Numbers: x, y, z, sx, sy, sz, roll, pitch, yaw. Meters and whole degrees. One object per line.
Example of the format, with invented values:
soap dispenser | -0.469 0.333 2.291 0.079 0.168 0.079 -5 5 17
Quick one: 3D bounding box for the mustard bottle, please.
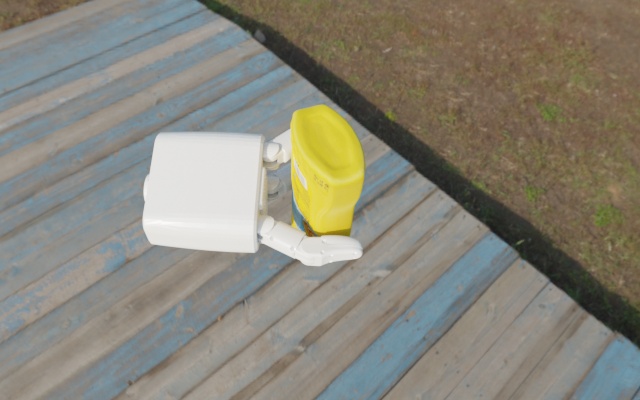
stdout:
mustard bottle | 0.000 0.001 0.492 0.058 0.096 0.192 -18 -32 -16
